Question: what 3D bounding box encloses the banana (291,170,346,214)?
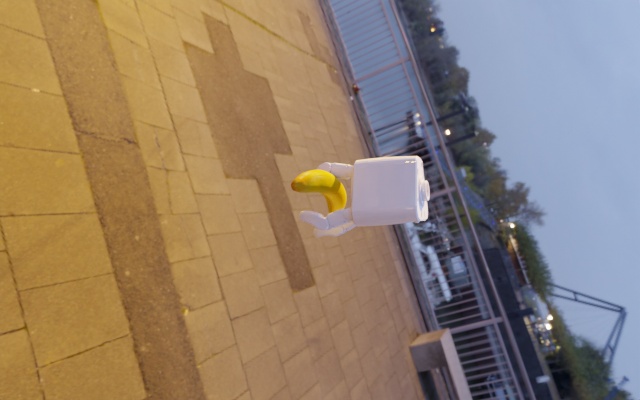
[{"bbox_3d":[0.007,-0.013,0.803,0.037,0.069,0.198,12,-16,25],"label":"banana"}]
